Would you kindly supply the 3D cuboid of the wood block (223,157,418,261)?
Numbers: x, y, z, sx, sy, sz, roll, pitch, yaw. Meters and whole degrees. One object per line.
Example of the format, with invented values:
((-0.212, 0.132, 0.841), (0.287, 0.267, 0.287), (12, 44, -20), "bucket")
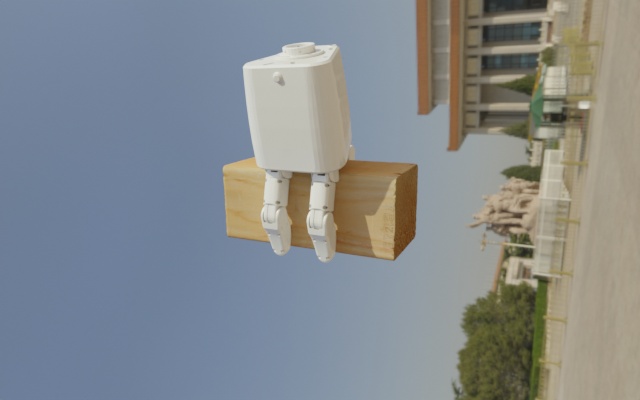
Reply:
((0.000, 0.001, 0.555), (0.206, 0.090, 0.091), (6, 16, 25), "wood block")
